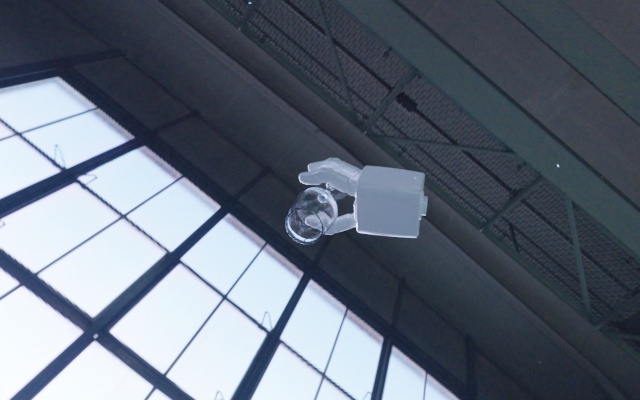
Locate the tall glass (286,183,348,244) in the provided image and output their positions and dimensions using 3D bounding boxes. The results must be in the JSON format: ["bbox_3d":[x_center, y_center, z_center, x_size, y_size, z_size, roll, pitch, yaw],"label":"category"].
[{"bbox_3d":[0.000,0.003,0.834,0.079,0.079,0.201,0,23,17],"label":"tall glass"}]
